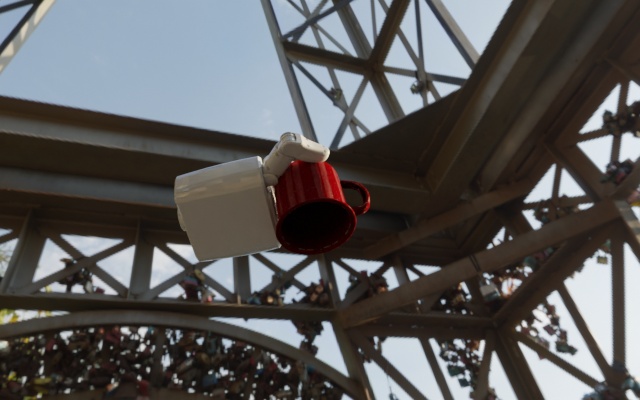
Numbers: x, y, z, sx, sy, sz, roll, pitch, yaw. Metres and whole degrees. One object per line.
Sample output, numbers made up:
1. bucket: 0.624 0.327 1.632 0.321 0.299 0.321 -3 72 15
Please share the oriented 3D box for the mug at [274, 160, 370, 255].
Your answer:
1. mug: 0.001 0.001 0.570 0.117 0.093 0.081 -12 45 -3
